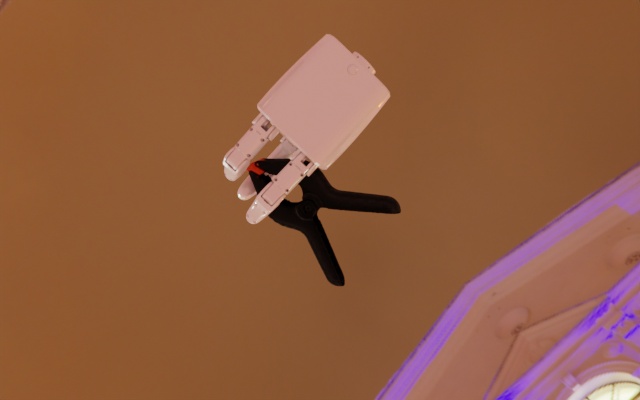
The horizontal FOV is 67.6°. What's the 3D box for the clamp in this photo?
[{"bbox_3d":[0.000,0.002,0.532,0.171,0.120,0.039,44,9,-3],"label":"clamp"}]
